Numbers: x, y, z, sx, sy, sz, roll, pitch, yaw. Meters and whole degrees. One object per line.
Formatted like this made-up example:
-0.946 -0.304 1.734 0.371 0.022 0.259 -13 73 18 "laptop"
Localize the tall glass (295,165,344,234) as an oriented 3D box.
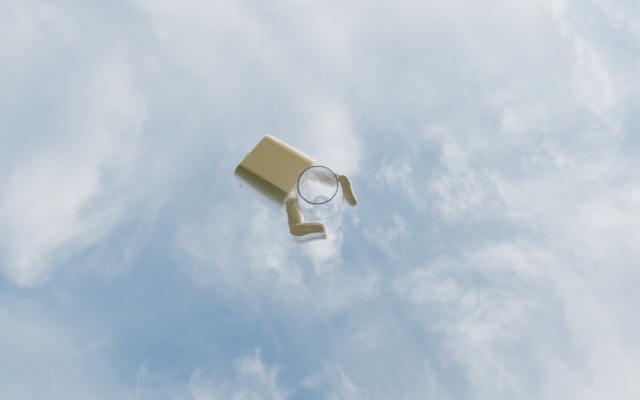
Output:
0.000 0.003 0.809 0.079 0.079 0.201 0 -15 2 "tall glass"
